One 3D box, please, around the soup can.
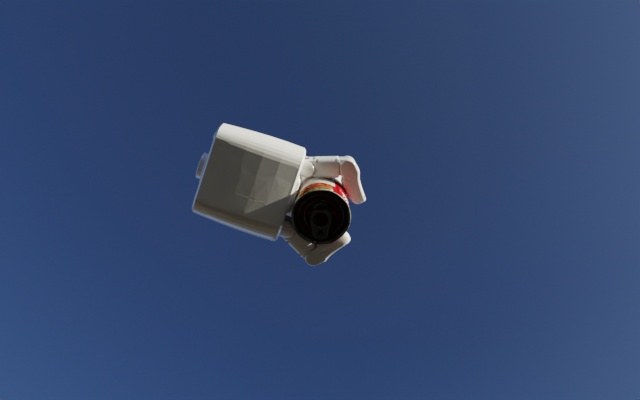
[{"bbox_3d":[0.001,0.002,0.587,0.068,0.068,0.102,0,21,-1],"label":"soup can"}]
